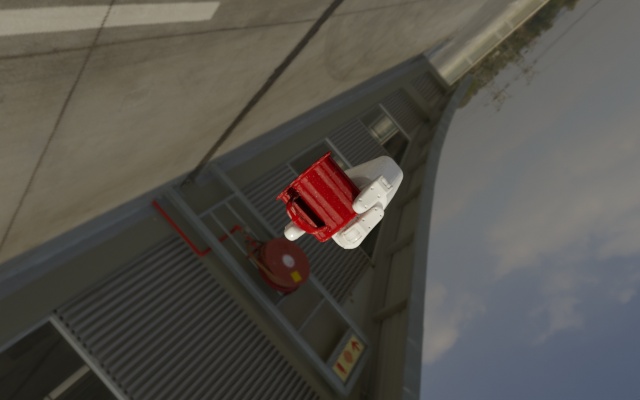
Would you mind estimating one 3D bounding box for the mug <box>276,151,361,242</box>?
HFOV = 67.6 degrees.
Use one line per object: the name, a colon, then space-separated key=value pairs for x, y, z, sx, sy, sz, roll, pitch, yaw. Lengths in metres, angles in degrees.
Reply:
mug: x=0.000 y=0.003 z=0.594 sx=0.093 sy=0.081 sz=0.117 roll=-41 pitch=1 yaw=33
